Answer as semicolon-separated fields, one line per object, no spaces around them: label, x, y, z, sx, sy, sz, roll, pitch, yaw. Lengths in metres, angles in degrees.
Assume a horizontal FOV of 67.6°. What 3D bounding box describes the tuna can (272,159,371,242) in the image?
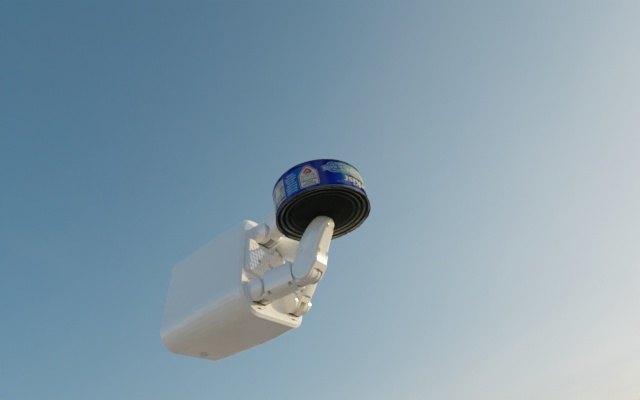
tuna can;0.000;0.001;0.433;0.086;0.033;0.086;-8;-35;-6
